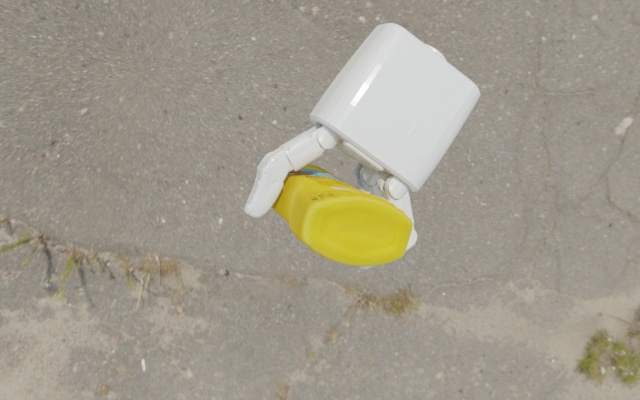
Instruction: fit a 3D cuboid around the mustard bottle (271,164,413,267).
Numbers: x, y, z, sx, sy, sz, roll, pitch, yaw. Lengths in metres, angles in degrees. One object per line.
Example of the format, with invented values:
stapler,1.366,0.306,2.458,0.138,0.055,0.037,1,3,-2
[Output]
mustard bottle,0.000,0.002,0.452,0.096,0.058,0.191,9,11,-22
